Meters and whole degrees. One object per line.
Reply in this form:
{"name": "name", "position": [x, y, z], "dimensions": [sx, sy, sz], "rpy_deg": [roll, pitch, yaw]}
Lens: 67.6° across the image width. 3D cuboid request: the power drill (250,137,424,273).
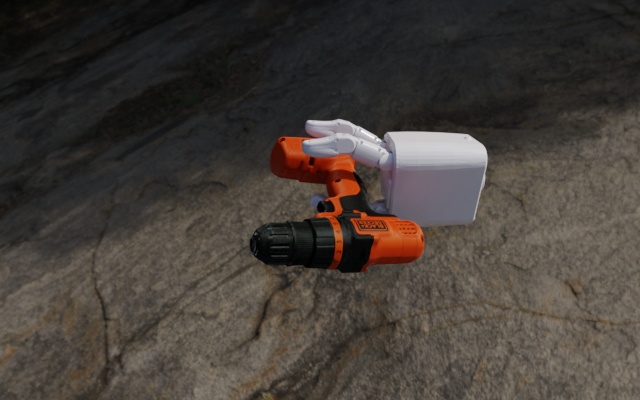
{"name": "power drill", "position": [0.000, 0.001, 0.528], "dimensions": [0.184, 0.057, 0.187], "rpy_deg": [3, 38, -24]}
